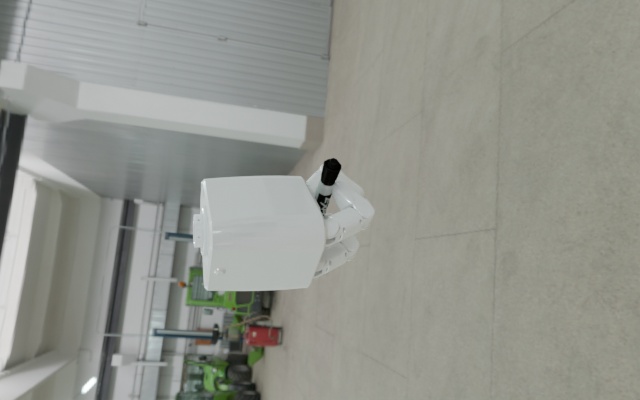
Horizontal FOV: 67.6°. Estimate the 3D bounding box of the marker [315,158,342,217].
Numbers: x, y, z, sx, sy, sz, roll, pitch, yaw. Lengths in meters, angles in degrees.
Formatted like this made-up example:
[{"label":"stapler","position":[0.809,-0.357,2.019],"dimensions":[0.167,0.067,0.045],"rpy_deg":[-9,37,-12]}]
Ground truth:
[{"label":"marker","position":[0.000,0.002,0.520],"dimensions":[0.020,0.020,0.121],"rpy_deg":[0,-43,-18]}]
